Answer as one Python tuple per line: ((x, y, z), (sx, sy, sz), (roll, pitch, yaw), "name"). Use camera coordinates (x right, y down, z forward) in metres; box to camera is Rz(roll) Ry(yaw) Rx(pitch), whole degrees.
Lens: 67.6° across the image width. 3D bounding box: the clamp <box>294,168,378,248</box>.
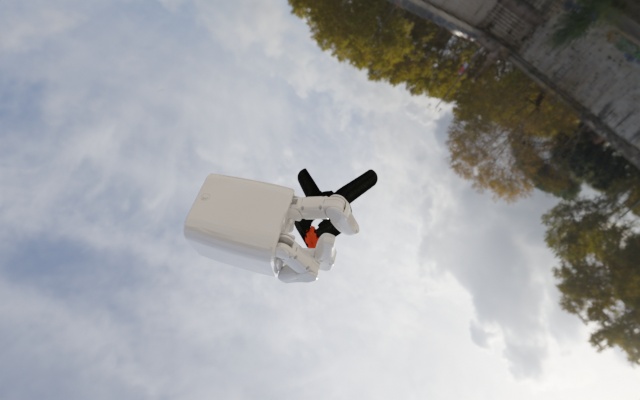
((0.000, 0.003, 0.661), (0.120, 0.039, 0.171), (2, 33, 26), "clamp")
